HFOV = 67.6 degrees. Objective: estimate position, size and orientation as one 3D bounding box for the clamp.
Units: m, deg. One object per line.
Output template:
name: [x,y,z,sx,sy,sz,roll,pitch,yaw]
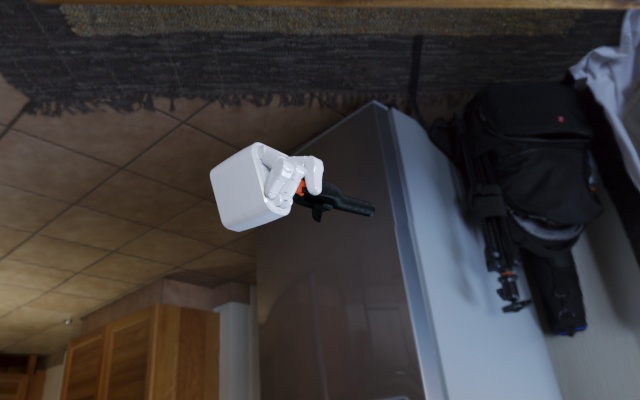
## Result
clamp: [0.000,0.003,0.800,0.120,0.039,0.171,-19,-31,34]
